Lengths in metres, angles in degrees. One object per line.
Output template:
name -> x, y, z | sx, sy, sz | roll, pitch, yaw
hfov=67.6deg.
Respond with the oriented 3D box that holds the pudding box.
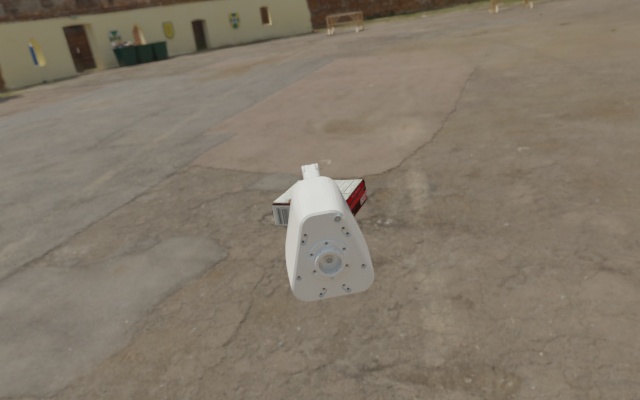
pudding box -> 0.000, 0.002, 0.676 | 0.113, 0.039, 0.090 | 1, 24, 24
